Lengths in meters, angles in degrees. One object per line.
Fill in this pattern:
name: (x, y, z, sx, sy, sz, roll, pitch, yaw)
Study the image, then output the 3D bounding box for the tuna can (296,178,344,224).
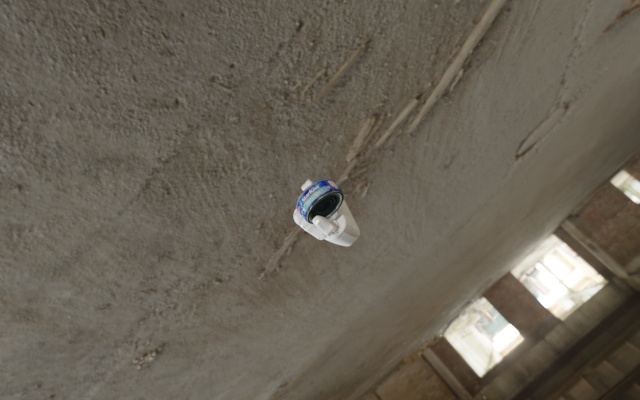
tuna can: (0.000, 0.003, 0.869, 0.086, 0.086, 0.033, 0, 42, -50)
